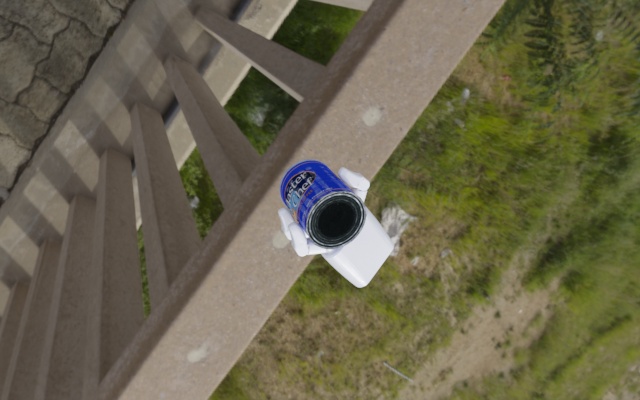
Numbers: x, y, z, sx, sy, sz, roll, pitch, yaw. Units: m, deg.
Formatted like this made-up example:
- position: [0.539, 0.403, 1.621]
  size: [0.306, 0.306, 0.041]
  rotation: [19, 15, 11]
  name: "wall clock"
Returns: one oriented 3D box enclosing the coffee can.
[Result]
- position: [0.000, 0.002, 0.797]
  size: [0.103, 0.103, 0.140]
  rotation: [0, 25, -24]
  name: "coffee can"
